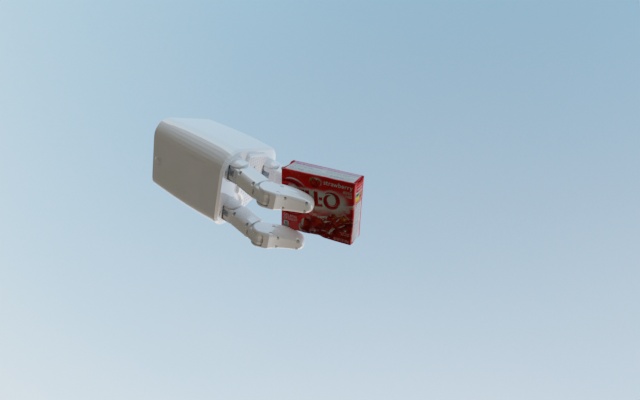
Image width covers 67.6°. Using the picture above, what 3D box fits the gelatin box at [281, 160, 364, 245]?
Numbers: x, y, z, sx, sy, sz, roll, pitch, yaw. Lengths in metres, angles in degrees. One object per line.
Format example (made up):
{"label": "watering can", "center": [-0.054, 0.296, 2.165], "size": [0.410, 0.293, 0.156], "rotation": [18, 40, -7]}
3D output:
{"label": "gelatin box", "center": [0.001, 0.002, 0.520], "size": [0.089, 0.073, 0.030], "rotation": [14, 28, 22]}
